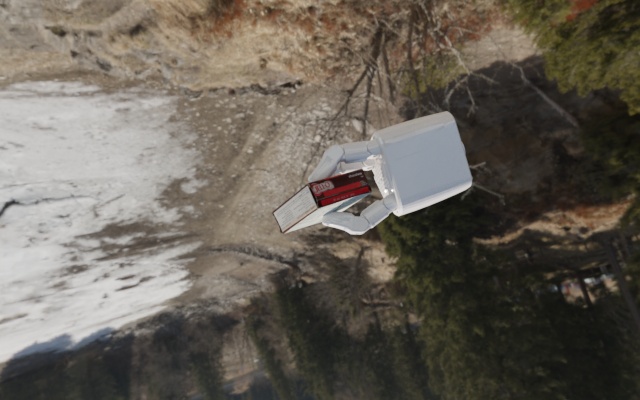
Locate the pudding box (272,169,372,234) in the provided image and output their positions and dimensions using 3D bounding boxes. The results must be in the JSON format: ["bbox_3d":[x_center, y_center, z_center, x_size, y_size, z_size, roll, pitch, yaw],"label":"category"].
[{"bbox_3d":[0.000,0.002,0.631,0.090,0.039,0.113,-15,-14,-34],"label":"pudding box"}]
